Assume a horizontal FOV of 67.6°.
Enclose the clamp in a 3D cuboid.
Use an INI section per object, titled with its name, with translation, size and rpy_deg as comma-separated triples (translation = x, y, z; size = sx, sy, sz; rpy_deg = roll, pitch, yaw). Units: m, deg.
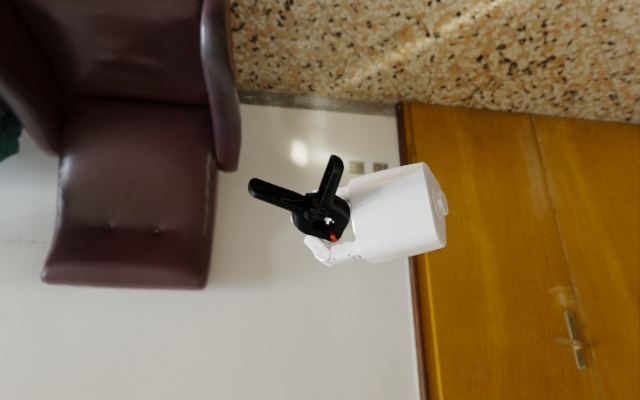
[clamp]
translation = 0.000, 0.003, 0.619
size = 0.120, 0.039, 0.171
rpy_deg = -16, -32, 24
